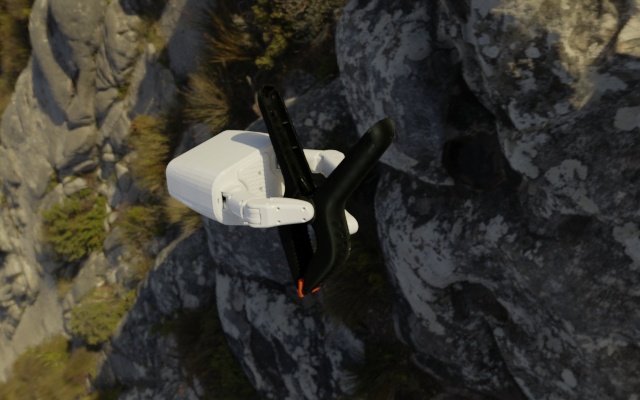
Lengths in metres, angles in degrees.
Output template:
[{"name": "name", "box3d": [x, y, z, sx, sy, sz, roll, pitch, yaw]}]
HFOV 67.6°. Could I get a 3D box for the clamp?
[{"name": "clamp", "box3d": [-0.001, 0.002, 0.450, 0.036, 0.210, 0.164, -17, 25, -38]}]
